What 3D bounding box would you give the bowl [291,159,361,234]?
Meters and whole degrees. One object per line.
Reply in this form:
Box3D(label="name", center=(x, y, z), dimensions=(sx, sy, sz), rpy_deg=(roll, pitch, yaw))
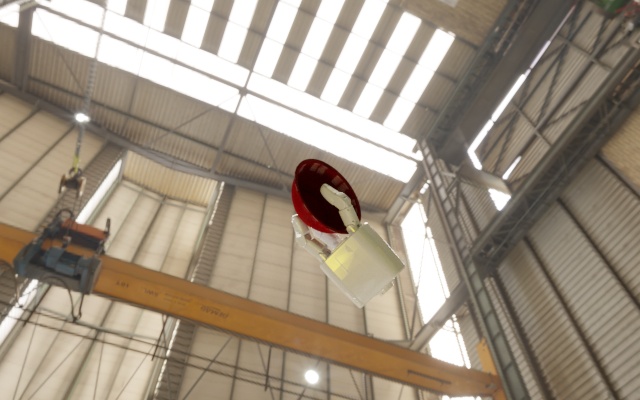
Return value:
Box3D(label="bowl", center=(-0.001, 0.002, 0.892), dimensions=(0.162, 0.162, 0.055), rpy_deg=(0, -30, -48))
